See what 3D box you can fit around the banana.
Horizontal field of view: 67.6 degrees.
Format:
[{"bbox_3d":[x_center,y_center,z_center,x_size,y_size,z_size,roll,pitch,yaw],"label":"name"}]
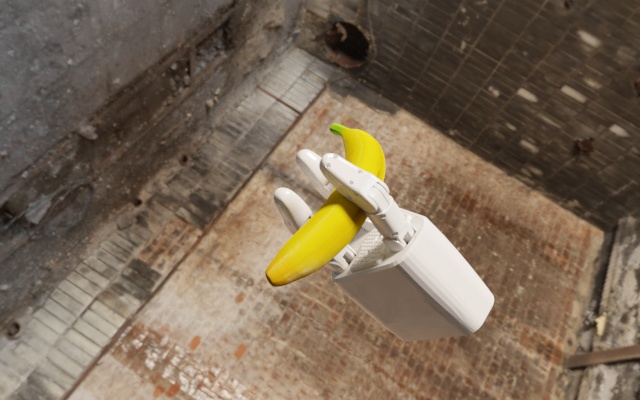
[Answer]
[{"bbox_3d":[0.017,-0.003,0.420,0.069,0.037,0.197,-7,41,31],"label":"banana"}]
